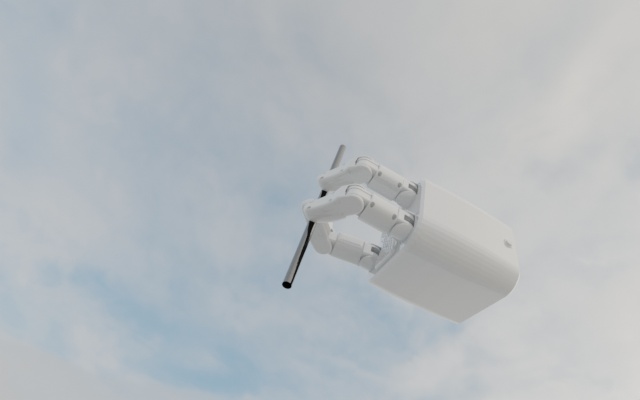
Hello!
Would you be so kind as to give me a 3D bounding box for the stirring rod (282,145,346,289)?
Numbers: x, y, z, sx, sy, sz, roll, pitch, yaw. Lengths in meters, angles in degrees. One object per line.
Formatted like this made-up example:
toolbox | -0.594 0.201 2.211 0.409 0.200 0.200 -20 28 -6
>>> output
stirring rod | 0.000 0.002 0.470 0.011 0.011 0.239 0 33 15
